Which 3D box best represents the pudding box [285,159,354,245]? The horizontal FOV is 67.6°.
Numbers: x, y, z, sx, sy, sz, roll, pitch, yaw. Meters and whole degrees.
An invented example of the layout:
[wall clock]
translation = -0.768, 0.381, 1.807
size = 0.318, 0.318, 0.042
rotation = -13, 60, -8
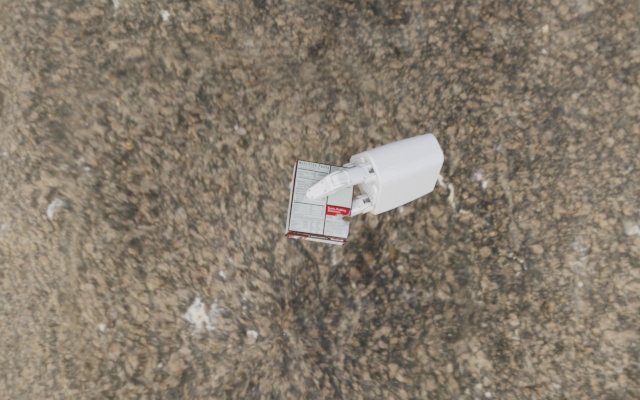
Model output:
[pudding box]
translation = 0.000, 0.002, 0.692
size = 0.090, 0.113, 0.039
rotation = 8, -18, -5
